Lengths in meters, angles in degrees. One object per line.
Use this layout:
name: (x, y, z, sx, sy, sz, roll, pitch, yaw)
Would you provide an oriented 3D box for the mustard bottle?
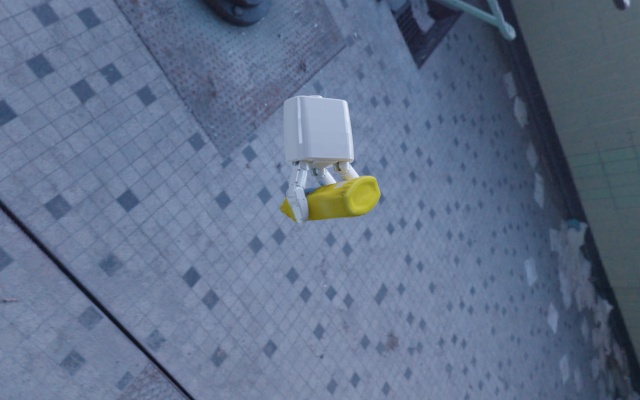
mustard bottle: (0.000, 0.003, 0.813, 0.191, 0.058, 0.096, -9, 18, 42)
